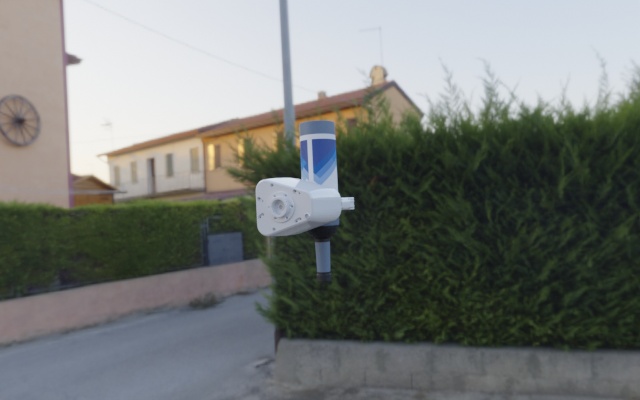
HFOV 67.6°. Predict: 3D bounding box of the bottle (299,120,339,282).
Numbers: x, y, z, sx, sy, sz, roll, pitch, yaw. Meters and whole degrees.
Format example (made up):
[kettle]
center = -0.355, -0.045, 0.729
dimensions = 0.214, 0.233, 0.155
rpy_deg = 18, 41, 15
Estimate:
[bottle]
center = 0.000, 0.003, 0.892
dimensions = 0.069, 0.295, 0.069
rpy_deg = -3, 0, 0
